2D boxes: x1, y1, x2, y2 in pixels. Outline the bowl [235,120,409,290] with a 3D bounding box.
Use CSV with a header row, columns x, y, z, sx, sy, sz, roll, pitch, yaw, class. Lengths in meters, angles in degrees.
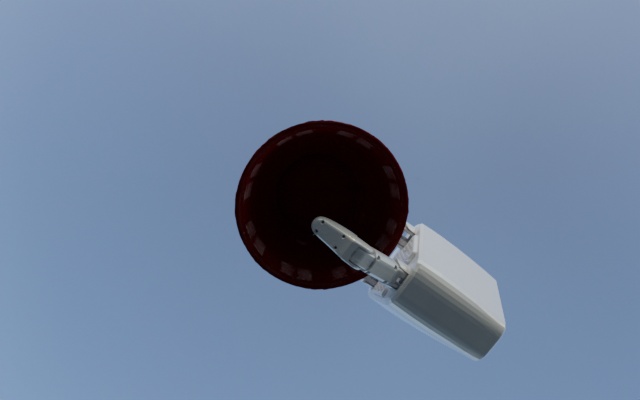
x,y,z,sx,sy,sz,roll,pitch,yaw,class
-0.001,0.000,0.464,0.162,0.162,0.055,0,15,-6,bowl
